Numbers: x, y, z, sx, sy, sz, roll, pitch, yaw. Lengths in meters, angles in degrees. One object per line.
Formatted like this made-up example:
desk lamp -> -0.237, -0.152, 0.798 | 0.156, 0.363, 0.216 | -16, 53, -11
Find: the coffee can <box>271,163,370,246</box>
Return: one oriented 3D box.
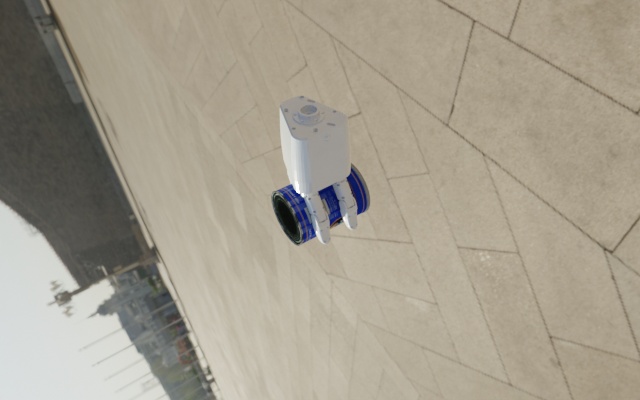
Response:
coffee can -> 0.000, 0.003, 0.829 | 0.140, 0.103, 0.103 | -26, 10, -21
